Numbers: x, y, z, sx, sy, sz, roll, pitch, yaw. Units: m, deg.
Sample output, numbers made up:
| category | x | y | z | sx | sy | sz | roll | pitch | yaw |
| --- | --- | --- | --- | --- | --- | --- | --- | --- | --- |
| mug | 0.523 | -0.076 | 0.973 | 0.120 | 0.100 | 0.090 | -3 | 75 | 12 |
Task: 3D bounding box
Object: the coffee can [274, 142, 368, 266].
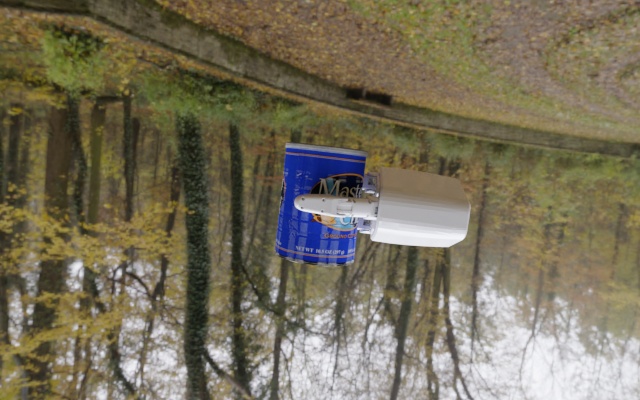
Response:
| category | x | y | z | sx | sy | sz | roll | pitch | yaw |
| --- | --- | --- | --- | --- | --- | --- | --- | --- | --- |
| coffee can | 0.000 | 0.002 | 0.601 | 0.103 | 0.140 | 0.103 | 7 | 5 | -1 |
